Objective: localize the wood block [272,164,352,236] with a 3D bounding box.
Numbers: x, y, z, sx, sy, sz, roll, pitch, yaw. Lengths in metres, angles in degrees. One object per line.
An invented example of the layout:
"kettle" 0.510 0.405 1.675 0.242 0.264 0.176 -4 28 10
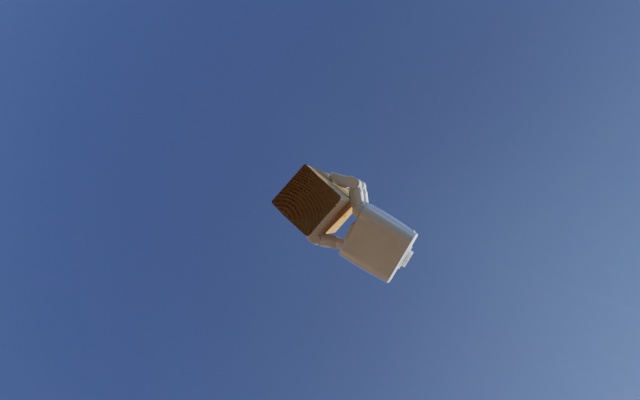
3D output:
"wood block" 0.000 0.003 0.894 0.090 0.091 0.206 43 8 12
